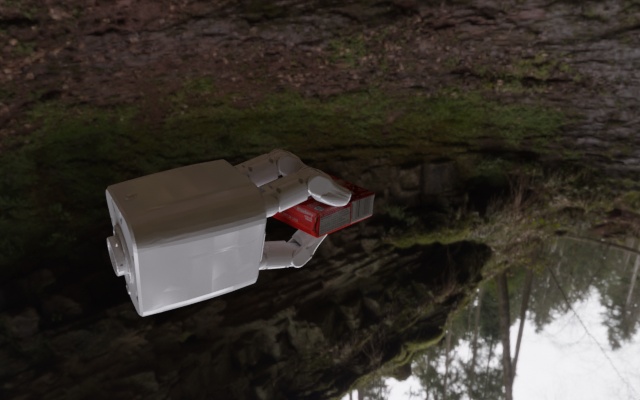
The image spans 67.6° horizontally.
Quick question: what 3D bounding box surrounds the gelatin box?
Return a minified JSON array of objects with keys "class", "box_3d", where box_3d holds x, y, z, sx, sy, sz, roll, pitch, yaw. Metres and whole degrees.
[{"class":"gelatin box","box_3d":[0.000,0.002,0.489,0.073,0.030,0.089,24,30,38]}]
